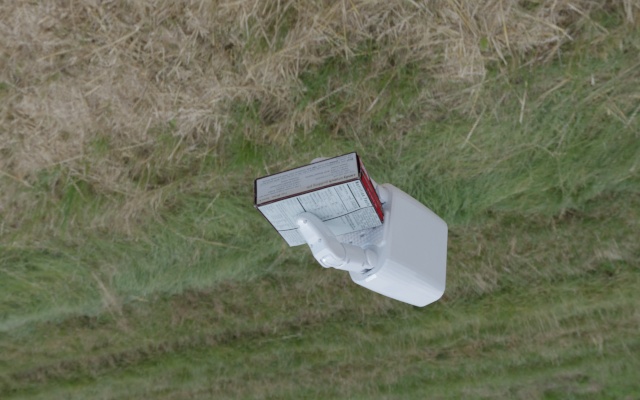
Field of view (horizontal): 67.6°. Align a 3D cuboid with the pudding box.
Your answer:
[{"bbox_3d":[0.000,0.002,0.491,0.113,0.039,0.090,-16,-38,13],"label":"pudding box"}]
